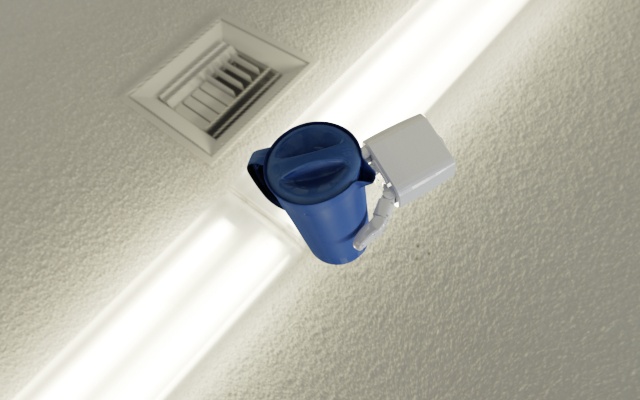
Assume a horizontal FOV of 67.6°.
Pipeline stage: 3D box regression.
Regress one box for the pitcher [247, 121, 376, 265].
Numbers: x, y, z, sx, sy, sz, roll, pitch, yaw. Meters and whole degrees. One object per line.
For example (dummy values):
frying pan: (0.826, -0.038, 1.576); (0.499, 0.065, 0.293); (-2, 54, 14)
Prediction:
pitcher: (0.000, 0.002, 0.723); (0.145, 0.149, 0.243); (-30, -31, -6)
